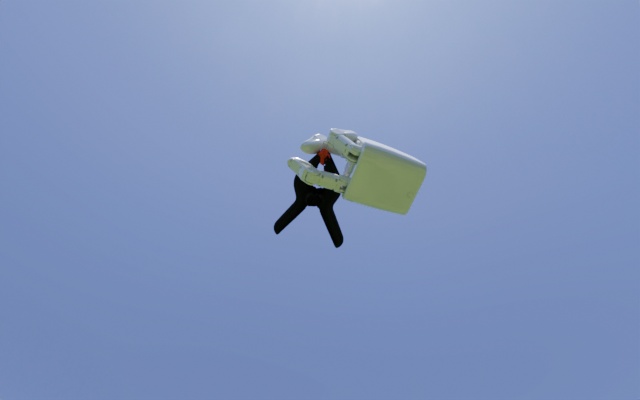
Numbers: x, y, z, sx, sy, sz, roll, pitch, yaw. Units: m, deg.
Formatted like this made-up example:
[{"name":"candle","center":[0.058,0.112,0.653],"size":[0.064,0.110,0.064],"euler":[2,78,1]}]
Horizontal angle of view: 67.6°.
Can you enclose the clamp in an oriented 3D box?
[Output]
[{"name":"clamp","center":[0.000,0.002,0.786],"size":[0.120,0.171,0.039],"euler":[17,29,-7]}]
